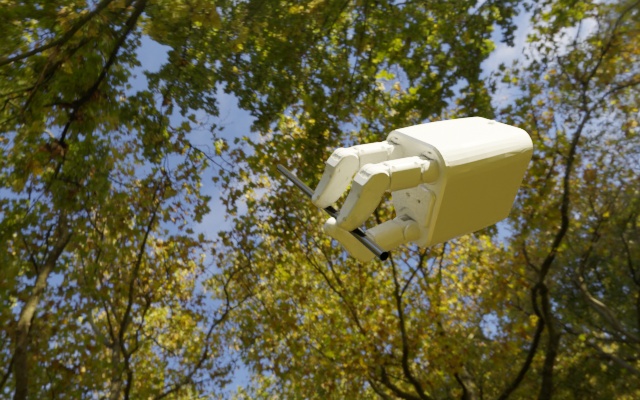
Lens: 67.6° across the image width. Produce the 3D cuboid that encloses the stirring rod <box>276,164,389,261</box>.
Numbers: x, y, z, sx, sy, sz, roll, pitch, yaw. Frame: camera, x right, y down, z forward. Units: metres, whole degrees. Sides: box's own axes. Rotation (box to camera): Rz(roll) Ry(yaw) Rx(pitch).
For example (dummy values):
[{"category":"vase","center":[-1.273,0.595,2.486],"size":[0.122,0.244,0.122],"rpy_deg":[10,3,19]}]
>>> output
[{"category":"stirring rod","center":[0.000,0.002,0.467],"size":[0.011,0.011,0.239],"rpy_deg":[0,20,-26]}]
